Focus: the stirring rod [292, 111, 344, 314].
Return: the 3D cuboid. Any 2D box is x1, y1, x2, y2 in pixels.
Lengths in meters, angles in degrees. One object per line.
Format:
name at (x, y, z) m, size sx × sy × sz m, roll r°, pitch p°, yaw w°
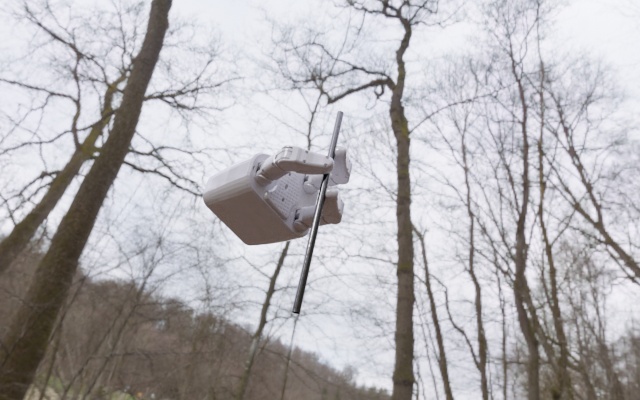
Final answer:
stirring rod at (0.000, 0.002, 0.506) m, size 0.011 × 0.239 × 0.011 m, roll 10°, pitch -27°, yaw 5°
